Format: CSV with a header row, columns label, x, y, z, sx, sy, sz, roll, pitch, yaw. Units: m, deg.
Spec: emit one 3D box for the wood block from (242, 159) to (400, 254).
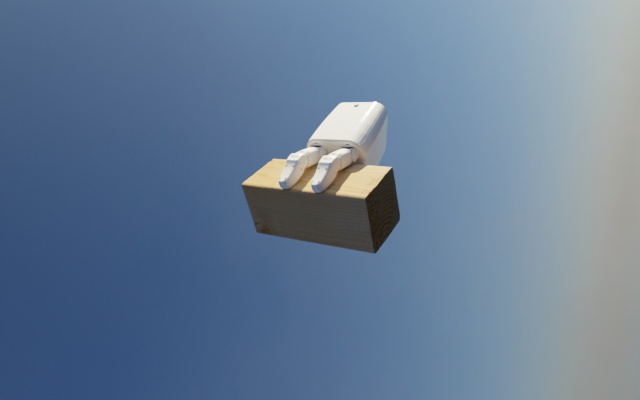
label,x,y,z,sx,sy,sz,roll,pitch,yaw
wood block,0.000,0.002,0.700,0.206,0.091,0.090,7,35,33
